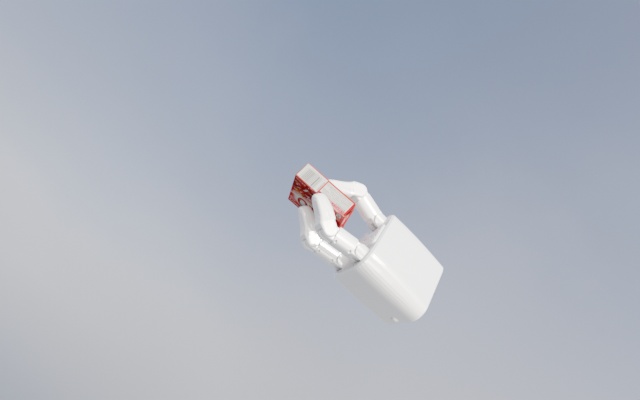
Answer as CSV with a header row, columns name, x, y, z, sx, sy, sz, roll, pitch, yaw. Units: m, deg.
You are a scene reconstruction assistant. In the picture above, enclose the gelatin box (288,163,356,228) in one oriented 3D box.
name,x,y,z,sx,sy,sz,roll,pitch,yaw
gelatin box,0.000,0.002,0.654,0.030,0.089,0.073,-44,-10,-27
